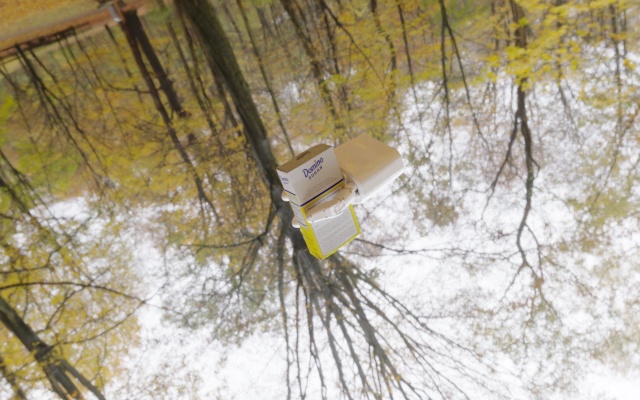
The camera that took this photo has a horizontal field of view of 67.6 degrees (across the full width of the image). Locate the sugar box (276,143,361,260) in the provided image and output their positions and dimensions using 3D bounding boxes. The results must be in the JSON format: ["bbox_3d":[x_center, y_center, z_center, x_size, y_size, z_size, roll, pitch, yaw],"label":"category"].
[{"bbox_3d":[0.000,0.003,0.799,0.093,0.176,0.048,-32,28,-23],"label":"sugar box"}]
